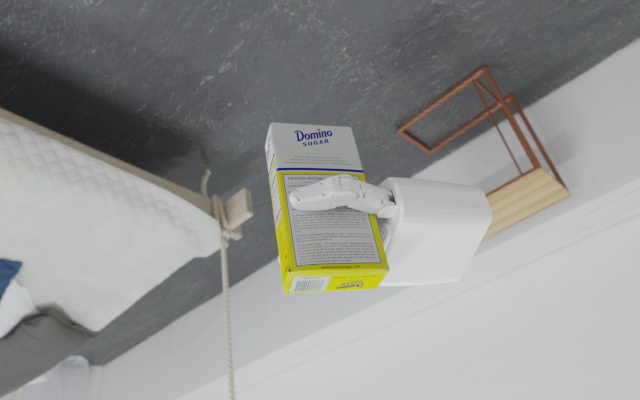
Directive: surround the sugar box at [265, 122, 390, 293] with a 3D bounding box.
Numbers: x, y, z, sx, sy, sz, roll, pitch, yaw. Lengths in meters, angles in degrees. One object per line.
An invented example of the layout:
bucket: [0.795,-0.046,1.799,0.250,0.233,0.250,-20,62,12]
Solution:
sugar box: [0.000,0.002,0.473,0.093,0.176,0.048,1,-38,-16]
